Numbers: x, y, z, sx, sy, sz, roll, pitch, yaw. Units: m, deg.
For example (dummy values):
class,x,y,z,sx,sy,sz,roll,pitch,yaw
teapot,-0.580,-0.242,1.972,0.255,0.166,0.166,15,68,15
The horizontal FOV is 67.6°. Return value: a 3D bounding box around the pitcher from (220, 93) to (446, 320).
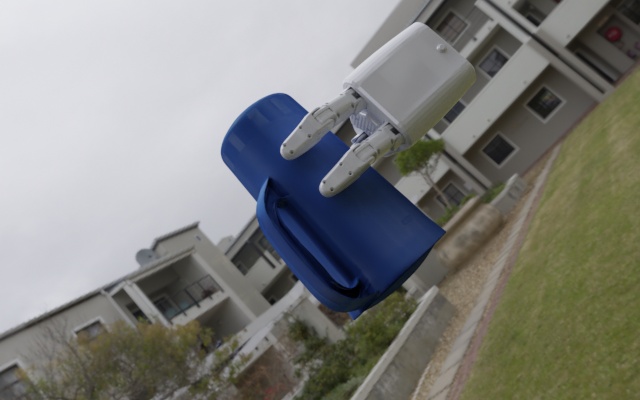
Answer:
class,x,y,z,sx,sy,sz,roll,pitch,yaw
pitcher,0.000,0.002,0.512,0.145,0.243,0.149,-43,-12,-8
